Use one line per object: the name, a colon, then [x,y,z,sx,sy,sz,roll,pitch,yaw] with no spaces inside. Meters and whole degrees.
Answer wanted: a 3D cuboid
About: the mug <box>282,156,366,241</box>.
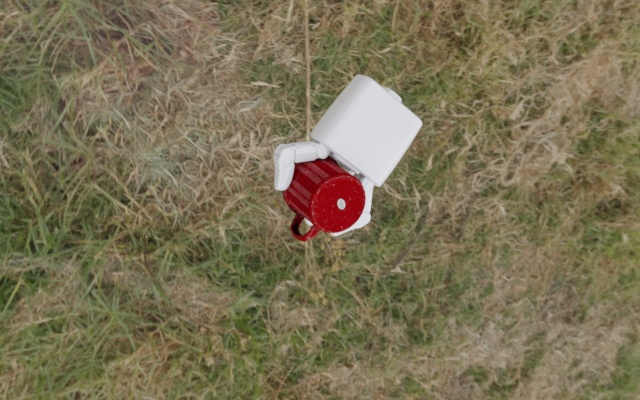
mug: [-0.001,0.003,0.633,0.093,0.117,0.081,34,2,-33]
